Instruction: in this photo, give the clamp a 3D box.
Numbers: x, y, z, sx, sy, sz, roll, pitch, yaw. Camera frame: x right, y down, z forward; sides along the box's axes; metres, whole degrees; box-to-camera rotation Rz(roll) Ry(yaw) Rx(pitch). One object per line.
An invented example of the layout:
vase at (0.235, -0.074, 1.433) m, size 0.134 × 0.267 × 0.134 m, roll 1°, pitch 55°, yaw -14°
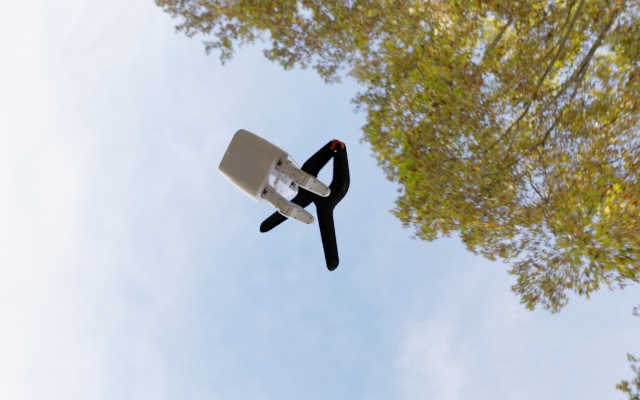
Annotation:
clamp at (0.001, 0.002, 0.800) m, size 0.164 × 0.210 × 0.036 m, roll 33°, pitch 11°, yaw 25°
